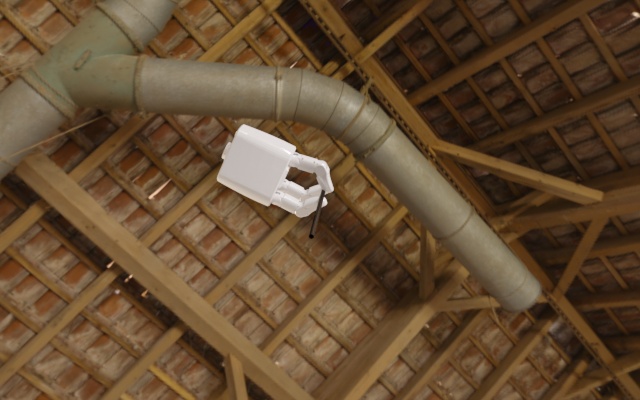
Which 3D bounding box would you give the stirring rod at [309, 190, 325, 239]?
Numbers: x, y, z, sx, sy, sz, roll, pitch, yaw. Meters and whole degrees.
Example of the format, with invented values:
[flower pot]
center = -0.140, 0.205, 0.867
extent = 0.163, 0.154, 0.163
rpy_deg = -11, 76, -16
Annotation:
[stirring rod]
center = 0.000, 0.003, 0.830
extent = 0.011, 0.011, 0.239
rpy_deg = 0, 26, 7
